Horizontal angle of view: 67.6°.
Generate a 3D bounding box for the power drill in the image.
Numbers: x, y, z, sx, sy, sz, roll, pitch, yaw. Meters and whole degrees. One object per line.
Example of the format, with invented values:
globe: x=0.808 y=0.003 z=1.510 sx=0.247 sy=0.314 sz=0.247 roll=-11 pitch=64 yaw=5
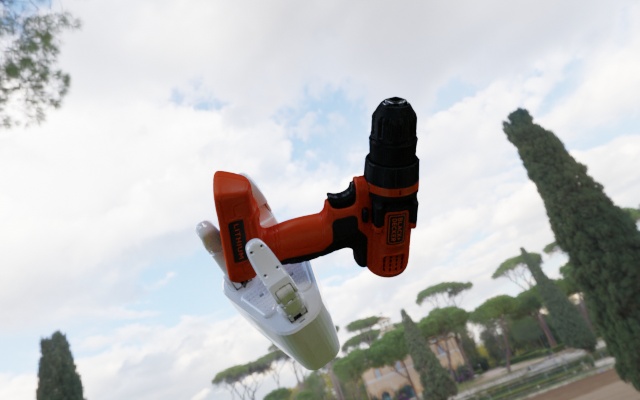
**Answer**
power drill: x=0.000 y=0.002 z=0.440 sx=0.187 sy=0.184 sz=0.057 roll=-6 pitch=29 yaw=-7
